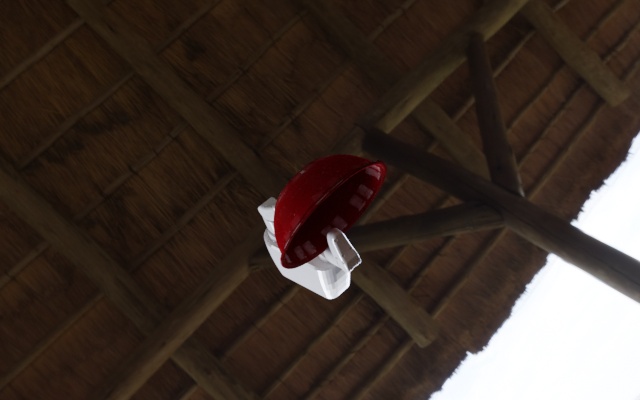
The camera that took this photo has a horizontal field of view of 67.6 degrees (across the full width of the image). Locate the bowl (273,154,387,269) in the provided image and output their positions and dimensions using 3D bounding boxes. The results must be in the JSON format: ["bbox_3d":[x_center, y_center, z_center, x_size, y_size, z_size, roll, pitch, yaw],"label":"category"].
[{"bbox_3d":[0.000,0.001,0.540,0.055,0.162,0.162,45,17,18],"label":"bowl"}]
